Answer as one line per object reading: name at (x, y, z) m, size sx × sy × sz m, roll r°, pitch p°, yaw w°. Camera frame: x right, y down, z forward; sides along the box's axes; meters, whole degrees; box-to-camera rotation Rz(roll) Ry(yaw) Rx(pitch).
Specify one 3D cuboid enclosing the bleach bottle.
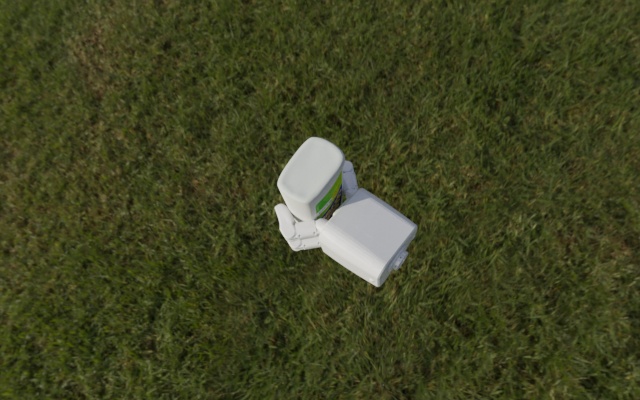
bleach bottle at (0.000, 0.003, 0.765) m, size 0.068 × 0.102 × 0.251 m, roll 33°, pitch -14°, yaw 18°
